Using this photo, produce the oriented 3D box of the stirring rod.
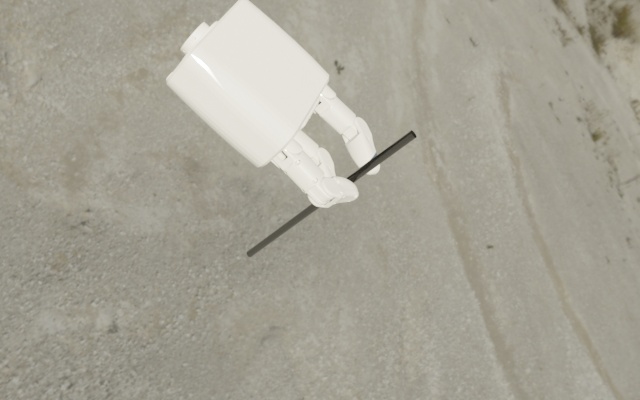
[{"bbox_3d":[0.000,0.002,0.485,0.239,0.011,0.011,-36,-22,32],"label":"stirring rod"}]
